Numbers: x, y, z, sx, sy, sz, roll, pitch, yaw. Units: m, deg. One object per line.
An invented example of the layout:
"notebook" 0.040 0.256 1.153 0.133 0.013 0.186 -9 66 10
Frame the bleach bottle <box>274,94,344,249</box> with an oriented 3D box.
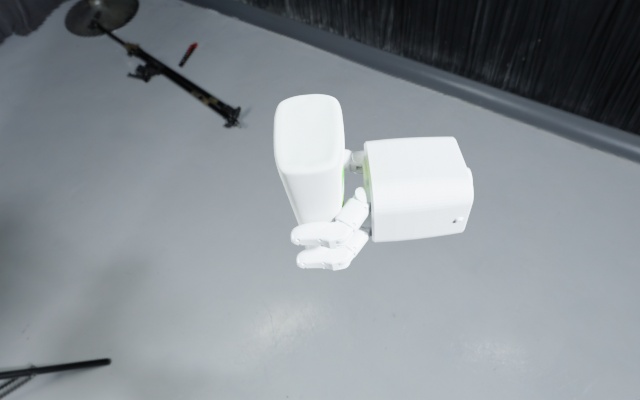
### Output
"bleach bottle" 0.000 0.002 0.556 0.068 0.102 0.251 -4 -33 4
